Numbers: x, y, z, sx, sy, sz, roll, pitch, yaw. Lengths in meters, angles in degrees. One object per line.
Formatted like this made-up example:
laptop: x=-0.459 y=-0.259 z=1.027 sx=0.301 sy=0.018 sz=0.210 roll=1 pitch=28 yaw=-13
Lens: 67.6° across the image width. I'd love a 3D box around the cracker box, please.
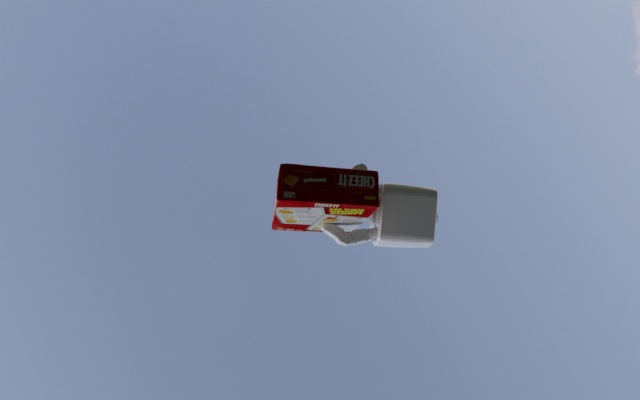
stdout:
cracker box: x=0.000 y=0.003 z=0.852 sx=0.164 sy=0.072 sz=0.214 roll=3 pitch=-16 yaw=-7
